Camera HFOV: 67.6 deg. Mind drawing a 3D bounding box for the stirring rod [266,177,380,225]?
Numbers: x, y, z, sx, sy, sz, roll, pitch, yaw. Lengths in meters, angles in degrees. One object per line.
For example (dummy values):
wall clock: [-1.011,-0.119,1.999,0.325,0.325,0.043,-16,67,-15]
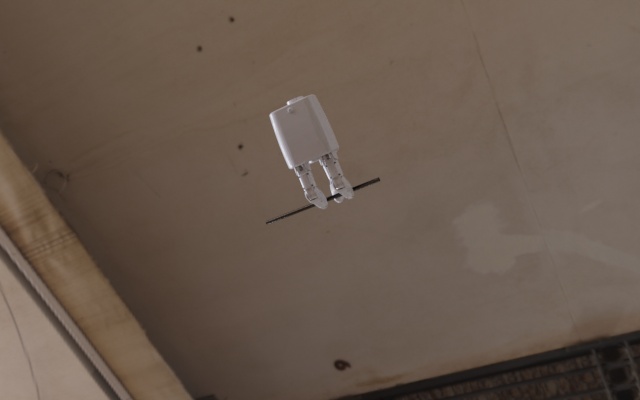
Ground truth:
stirring rod: [0.000,0.003,0.900,0.239,0.011,0.011,-21,-7,19]
